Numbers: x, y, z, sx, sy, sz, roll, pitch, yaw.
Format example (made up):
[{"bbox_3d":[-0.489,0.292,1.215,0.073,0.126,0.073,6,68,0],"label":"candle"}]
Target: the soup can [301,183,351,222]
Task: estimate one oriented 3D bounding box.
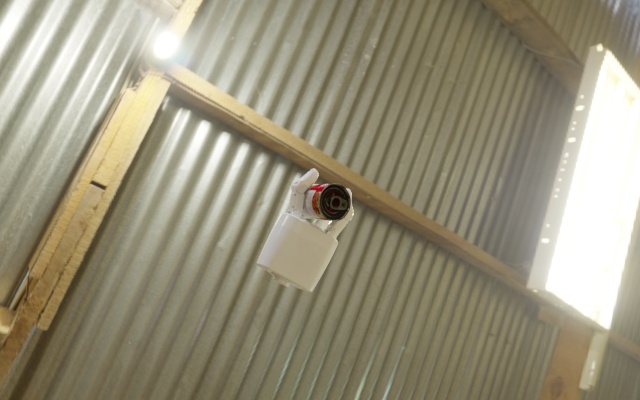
[{"bbox_3d":[0.000,0.002,0.888,0.068,0.068,0.102,0,1,-32],"label":"soup can"}]
